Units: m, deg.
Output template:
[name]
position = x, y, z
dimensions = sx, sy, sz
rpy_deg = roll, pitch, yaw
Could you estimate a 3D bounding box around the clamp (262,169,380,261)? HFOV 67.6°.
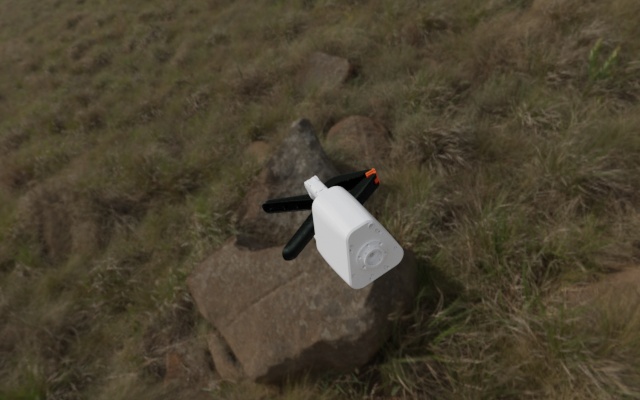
[clamp]
position = 0.000, 0.002, 0.814
dimensions = 0.210, 0.036, 0.164
rpy_deg = -32, 36, -9
